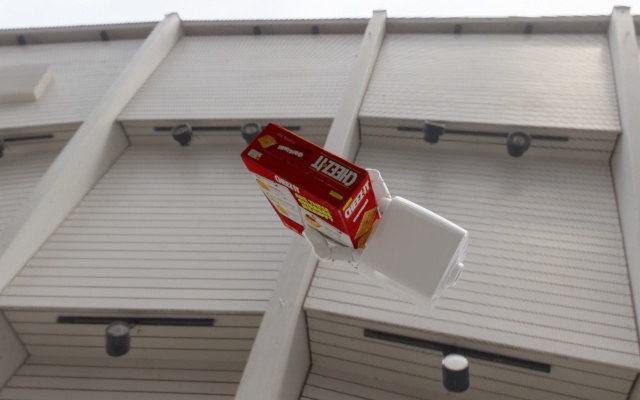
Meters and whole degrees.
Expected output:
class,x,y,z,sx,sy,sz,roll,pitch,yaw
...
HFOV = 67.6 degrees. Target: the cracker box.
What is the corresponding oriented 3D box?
class,x,y,z,sx,sy,sz,roll,pitch,yaw
cracker box,0.000,0.002,0.677,0.164,0.072,0.214,29,-19,26
